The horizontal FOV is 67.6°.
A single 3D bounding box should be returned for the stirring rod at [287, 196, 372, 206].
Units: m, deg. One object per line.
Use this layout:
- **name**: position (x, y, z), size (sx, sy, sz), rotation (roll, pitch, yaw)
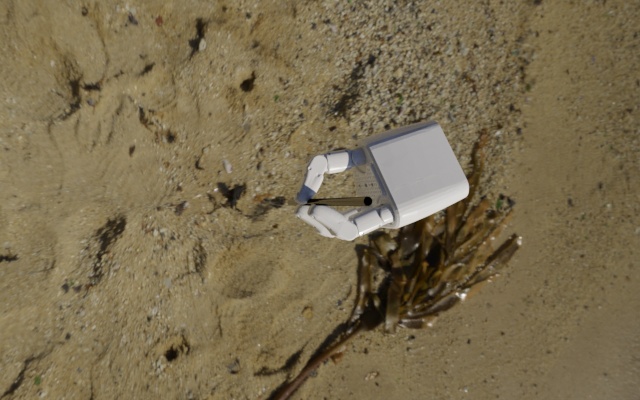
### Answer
- **stirring rod**: position (0.000, 0.002, 0.509), size (0.011, 0.011, 0.239), rotation (0, 0, -19)
